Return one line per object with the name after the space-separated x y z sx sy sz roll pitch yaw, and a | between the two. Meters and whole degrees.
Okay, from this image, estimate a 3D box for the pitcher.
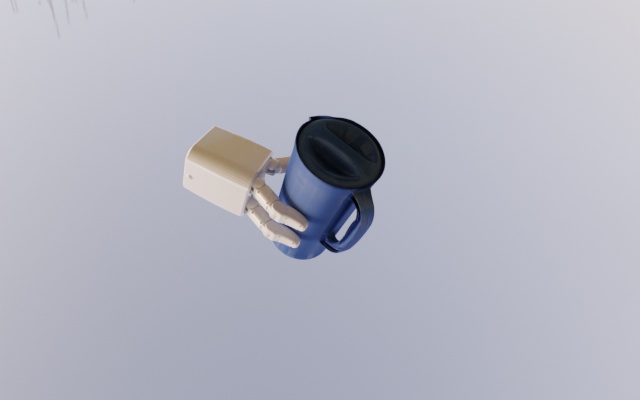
0.000 0.002 0.747 0.145 0.149 0.243 24 -39 -2 | pitcher
